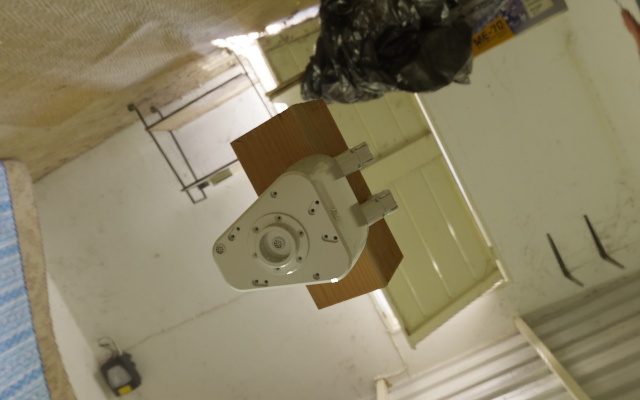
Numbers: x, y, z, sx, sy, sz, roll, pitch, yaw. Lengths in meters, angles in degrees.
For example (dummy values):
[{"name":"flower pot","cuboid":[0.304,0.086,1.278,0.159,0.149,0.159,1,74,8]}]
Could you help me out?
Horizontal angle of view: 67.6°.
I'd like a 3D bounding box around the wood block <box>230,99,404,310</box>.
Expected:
[{"name":"wood block","cuboid":[0.000,0.002,0.534,0.091,0.206,0.090,-25,5,26]}]
